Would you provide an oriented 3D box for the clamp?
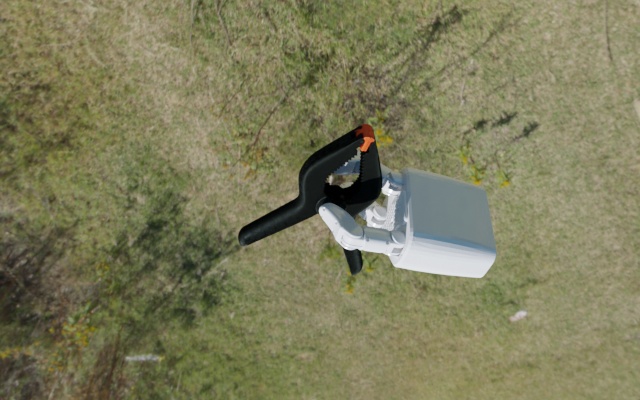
[{"bbox_3d":[0.000,0.002,0.548,0.164,0.210,0.036,11,39,-12],"label":"clamp"}]
